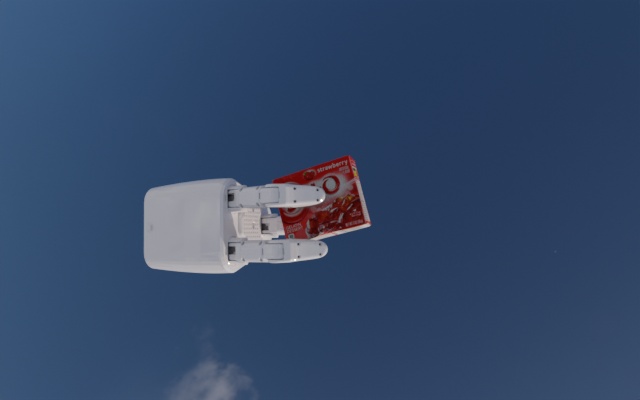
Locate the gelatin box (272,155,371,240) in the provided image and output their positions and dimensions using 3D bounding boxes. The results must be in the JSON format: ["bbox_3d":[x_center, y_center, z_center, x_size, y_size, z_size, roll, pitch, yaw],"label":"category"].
[{"bbox_3d":[0.001,0.002,0.498,0.089,0.073,0.030,-16,-10,16],"label":"gelatin box"}]
